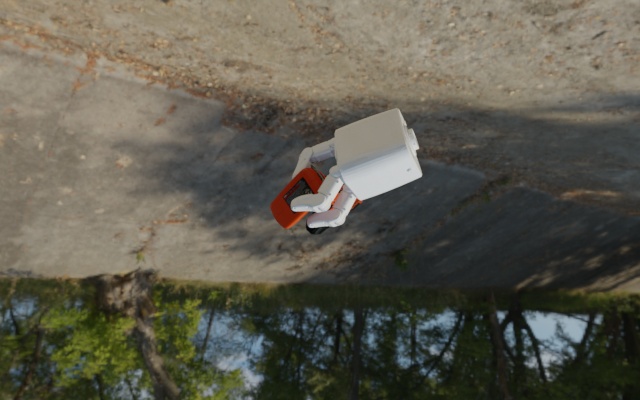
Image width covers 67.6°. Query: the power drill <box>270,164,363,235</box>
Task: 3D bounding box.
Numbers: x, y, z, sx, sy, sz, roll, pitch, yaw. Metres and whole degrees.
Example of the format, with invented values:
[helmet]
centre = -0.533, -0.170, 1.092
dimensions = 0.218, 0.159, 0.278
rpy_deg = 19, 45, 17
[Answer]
[power drill]
centre = 0.000, 0.003, 0.822
dimensions = 0.184, 0.057, 0.187
rpy_deg = -46, -20, 26
